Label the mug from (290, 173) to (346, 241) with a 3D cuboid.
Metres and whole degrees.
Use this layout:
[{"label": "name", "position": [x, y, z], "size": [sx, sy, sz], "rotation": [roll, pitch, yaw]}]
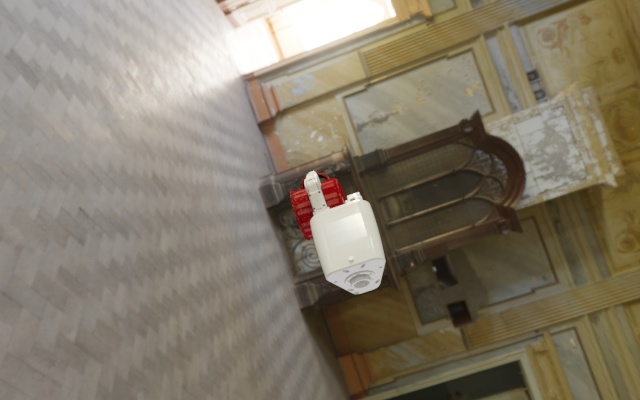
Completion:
[{"label": "mug", "position": [0.000, 0.001, 0.822], "size": [0.081, 0.117, 0.093], "rotation": [-19, -34, 7]}]
